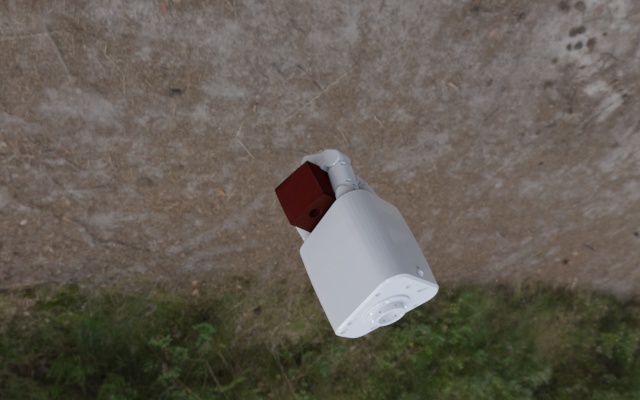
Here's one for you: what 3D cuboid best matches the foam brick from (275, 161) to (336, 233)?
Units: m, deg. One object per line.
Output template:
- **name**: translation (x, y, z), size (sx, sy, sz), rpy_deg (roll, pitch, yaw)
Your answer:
- **foam brick**: translation (0.000, 0.002, 0.525), size (0.053, 0.051, 0.078), rpy_deg (-42, -40, 21)
